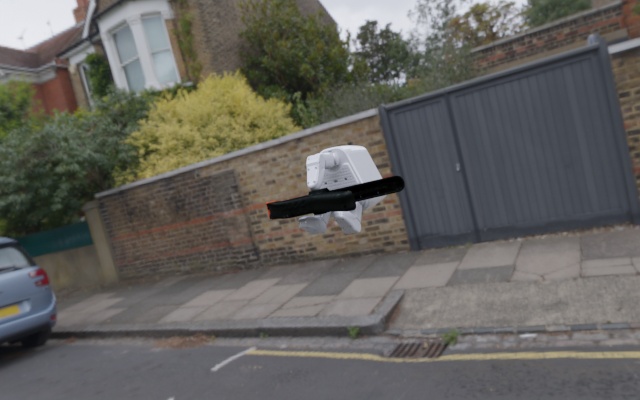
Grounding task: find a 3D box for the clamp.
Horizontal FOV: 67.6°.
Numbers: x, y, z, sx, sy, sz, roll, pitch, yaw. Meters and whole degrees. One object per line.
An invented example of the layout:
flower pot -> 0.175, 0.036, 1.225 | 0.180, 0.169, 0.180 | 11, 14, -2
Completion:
clamp -> 0.000, 0.002, 0.690 | 0.210, 0.036, 0.164 | -11, 3, 27
